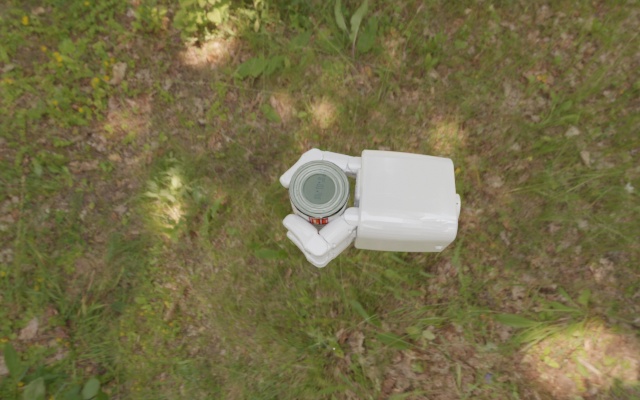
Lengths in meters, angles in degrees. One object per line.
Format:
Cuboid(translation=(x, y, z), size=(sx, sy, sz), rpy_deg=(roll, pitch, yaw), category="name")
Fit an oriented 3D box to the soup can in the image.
Cuboid(translation=(0.000, 0.002, 0.556), size=(0.068, 0.068, 0.102), rpy_deg=(0, -17, 2), category="soup can")
